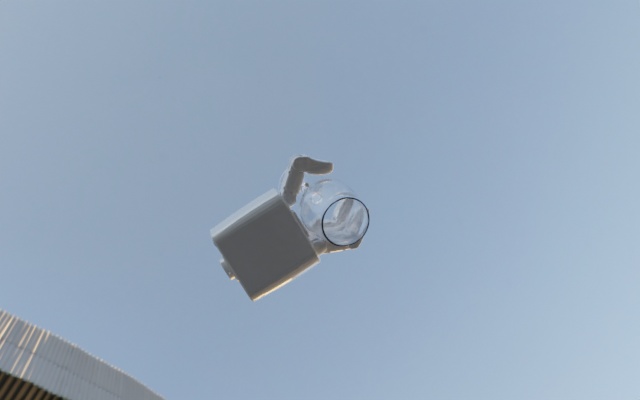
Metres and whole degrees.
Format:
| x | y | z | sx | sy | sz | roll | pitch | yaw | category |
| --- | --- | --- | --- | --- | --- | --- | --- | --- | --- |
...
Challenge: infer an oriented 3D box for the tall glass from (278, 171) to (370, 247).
| x | y | z | sx | sy | sz | roll | pitch | yaw | category |
| --- | --- | --- | --- | --- | --- | --- | --- | --- | --- |
| 0.000 | 0.002 | 0.658 | 0.079 | 0.079 | 0.201 | 0 | 14 | -19 | tall glass |
